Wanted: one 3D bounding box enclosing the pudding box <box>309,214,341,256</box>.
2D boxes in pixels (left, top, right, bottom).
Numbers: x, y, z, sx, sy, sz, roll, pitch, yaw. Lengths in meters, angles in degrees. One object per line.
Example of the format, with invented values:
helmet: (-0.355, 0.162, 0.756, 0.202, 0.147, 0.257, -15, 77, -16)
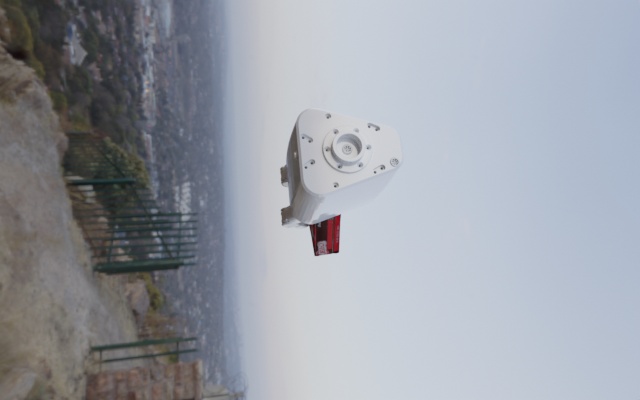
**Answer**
pudding box: (0.000, 0.002, 0.626, 0.039, 0.113, 0.090, -4, -42, -6)
